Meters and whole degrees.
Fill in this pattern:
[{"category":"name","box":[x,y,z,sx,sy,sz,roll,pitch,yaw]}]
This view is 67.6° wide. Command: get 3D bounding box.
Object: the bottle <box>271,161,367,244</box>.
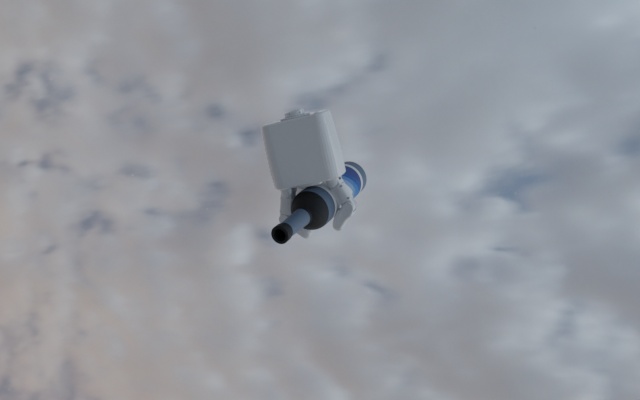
[{"category":"bottle","box":[0.000,0.003,0.791,0.069,0.069,0.295,0,18,24]}]
